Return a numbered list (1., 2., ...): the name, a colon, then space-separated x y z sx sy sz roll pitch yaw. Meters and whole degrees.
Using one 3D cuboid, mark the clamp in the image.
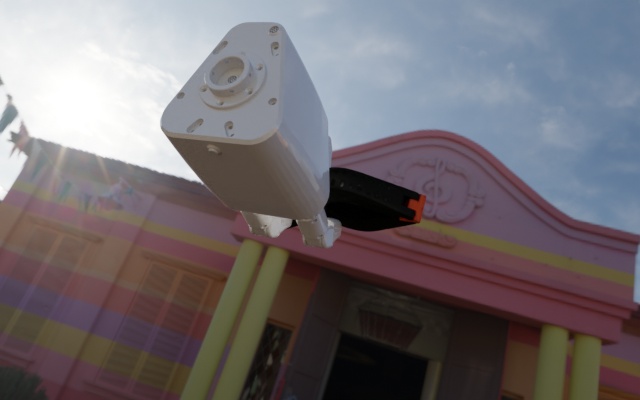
1. clamp: 0.001 0.001 0.478 0.210 0.036 0.165 9 -24 21
